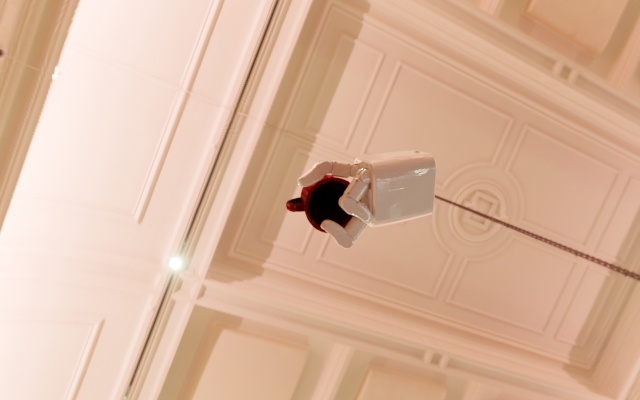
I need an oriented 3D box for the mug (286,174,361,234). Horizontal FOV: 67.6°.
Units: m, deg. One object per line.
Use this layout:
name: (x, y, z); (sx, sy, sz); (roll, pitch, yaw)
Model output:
mug: (-0.001, 0.003, 0.801); (0.117, 0.093, 0.081); (-10, 14, -10)
